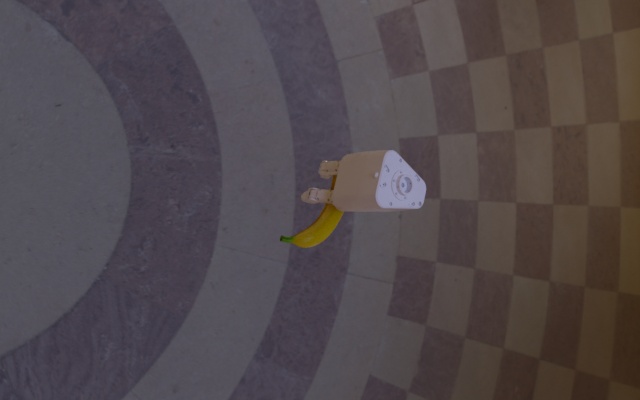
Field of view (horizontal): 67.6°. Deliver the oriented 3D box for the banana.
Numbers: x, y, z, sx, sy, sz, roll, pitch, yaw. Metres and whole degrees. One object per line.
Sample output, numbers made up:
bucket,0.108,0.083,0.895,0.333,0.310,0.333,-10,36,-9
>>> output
banana,0.010,0.018,0.879,0.070,0.197,0.037,47,-25,-23
